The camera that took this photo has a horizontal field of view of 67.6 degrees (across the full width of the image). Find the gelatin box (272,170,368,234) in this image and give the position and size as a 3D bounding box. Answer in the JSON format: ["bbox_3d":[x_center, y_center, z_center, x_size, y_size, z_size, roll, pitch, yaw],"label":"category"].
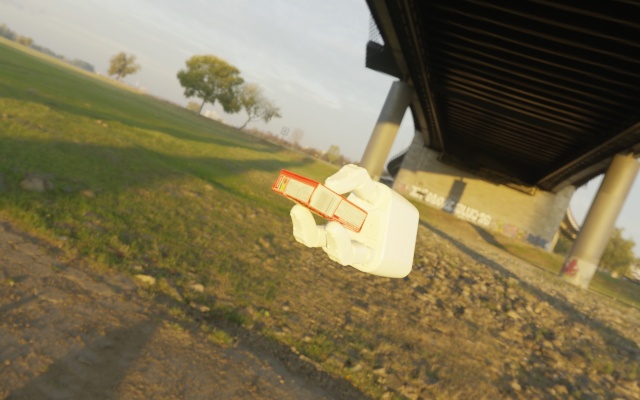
[{"bbox_3d":[0.000,0.001,0.544,0.089,0.030,0.073,30,-5,-41],"label":"gelatin box"}]
